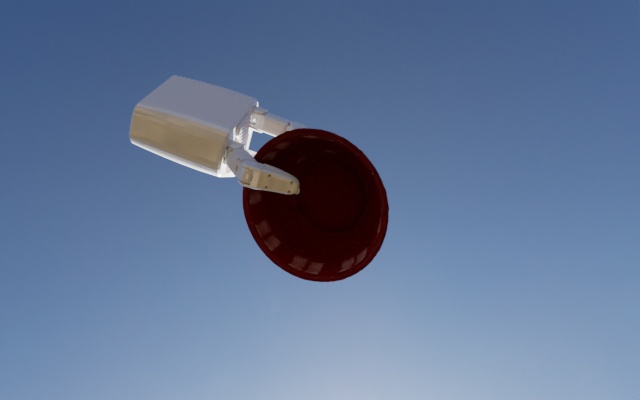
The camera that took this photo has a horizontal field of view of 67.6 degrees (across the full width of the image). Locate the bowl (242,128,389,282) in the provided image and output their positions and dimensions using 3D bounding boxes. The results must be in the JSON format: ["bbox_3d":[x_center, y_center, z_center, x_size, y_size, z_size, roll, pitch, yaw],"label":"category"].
[{"bbox_3d":[0.001,0.002,0.507,0.162,0.162,0.055,0,14,23],"label":"bowl"}]
